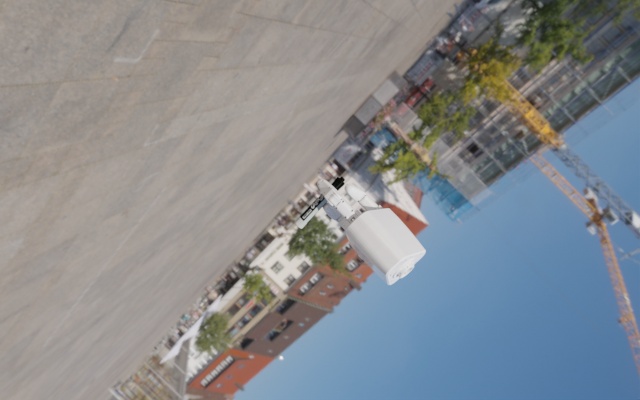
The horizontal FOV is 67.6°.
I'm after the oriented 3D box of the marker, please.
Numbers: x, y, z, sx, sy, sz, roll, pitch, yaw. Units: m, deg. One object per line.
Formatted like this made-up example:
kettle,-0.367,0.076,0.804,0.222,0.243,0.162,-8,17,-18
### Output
marker,0.000,0.003,0.864,0.020,0.121,0.020,42,11,-10
